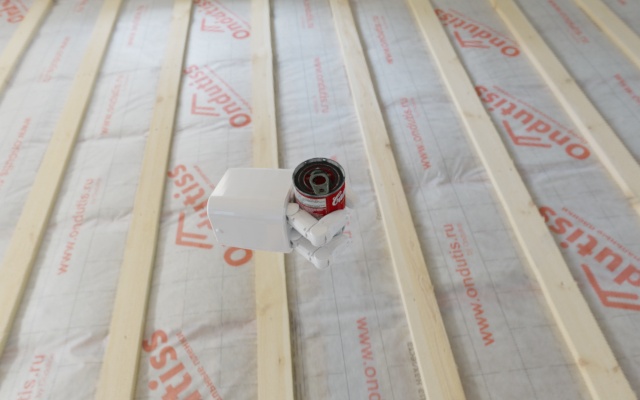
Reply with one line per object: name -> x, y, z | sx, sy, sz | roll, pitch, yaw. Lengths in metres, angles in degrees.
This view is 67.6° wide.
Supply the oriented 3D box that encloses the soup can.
soup can -> 0.001, 0.002, 0.641 | 0.068, 0.068, 0.102 | 0, -41, 4
